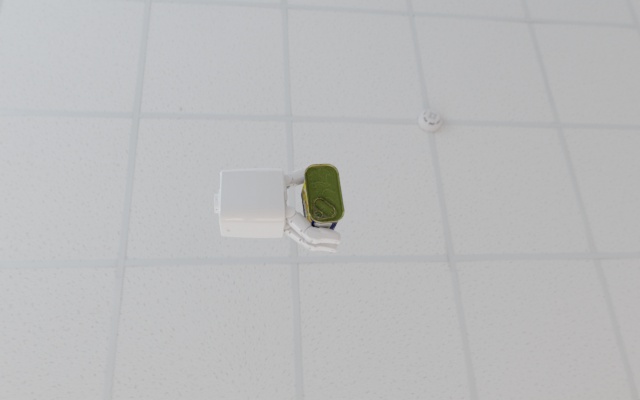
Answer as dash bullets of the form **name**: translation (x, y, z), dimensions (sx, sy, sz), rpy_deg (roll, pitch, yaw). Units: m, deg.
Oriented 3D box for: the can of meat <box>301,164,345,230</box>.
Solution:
- **can of meat**: translation (0.000, 0.003, 0.799), dimensions (0.057, 0.102, 0.084), rpy_deg (-4, -22, -11)
